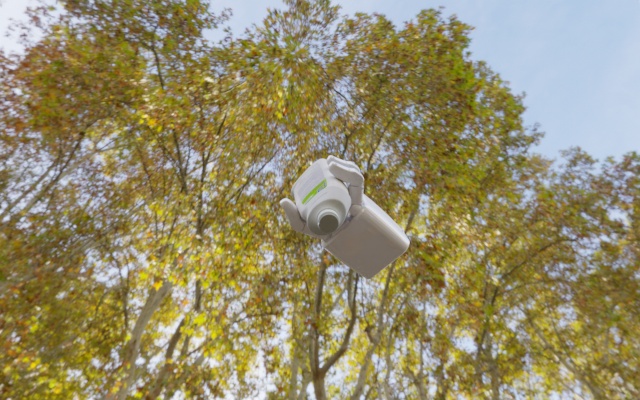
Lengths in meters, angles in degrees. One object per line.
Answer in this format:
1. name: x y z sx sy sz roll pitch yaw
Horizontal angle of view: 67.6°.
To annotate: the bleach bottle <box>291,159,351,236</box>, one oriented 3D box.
1. bleach bottle: 0.000 0.002 0.786 0.068 0.102 0.250 39 11 -13
